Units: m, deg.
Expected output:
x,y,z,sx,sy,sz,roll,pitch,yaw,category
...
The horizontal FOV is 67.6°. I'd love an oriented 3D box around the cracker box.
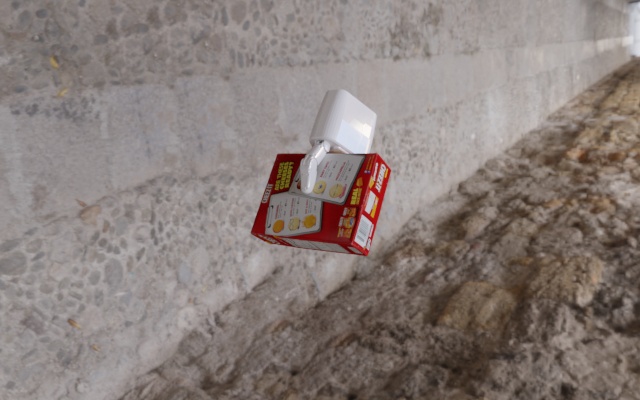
x,y,z,sx,sy,sz,roll,pitch,yaw,category
0.000,0.003,0.834,0.213,0.164,0.072,3,-23,35,cracker box
